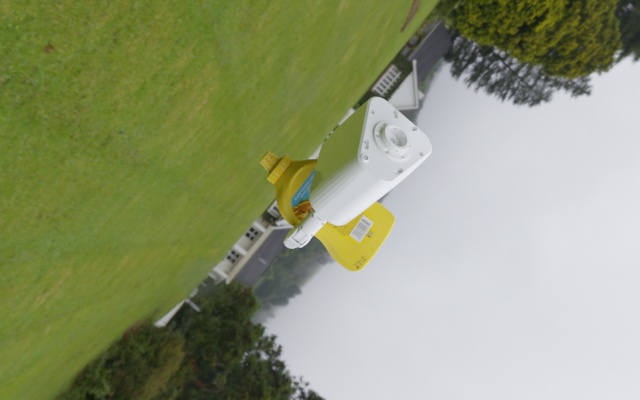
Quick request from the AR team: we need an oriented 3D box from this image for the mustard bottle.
[{"bbox_3d":[0.000,0.002,0.632,0.191,0.096,0.058,39,-14,-7],"label":"mustard bottle"}]
